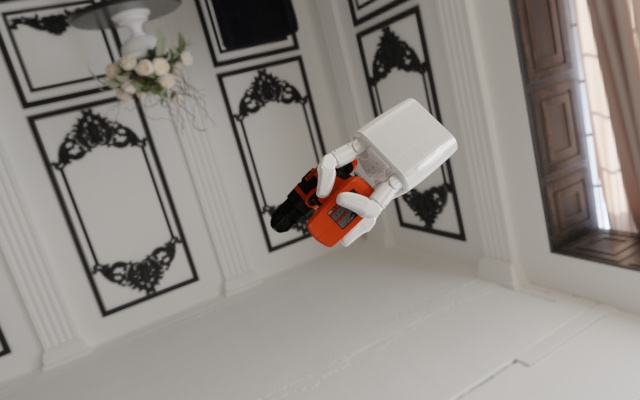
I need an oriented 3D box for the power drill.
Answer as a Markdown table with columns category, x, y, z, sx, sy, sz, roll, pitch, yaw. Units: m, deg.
| category | x | y | z | sx | sy | sz | roll | pitch | yaw |
| --- | --- | --- | --- | --- | --- | --- | --- | --- | --- |
| power drill | 0.000 | 0.002 | 0.736 | 0.057 | 0.184 | 0.187 | 43 | 3 | -21 |
